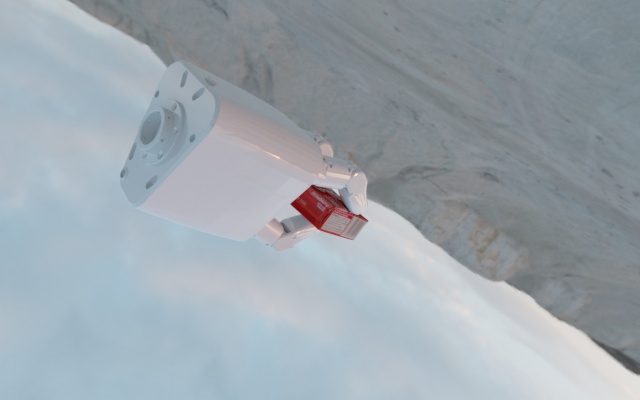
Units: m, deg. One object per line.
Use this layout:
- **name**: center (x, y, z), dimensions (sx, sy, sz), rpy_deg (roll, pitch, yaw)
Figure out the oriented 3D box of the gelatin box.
- **gelatin box**: center (0.000, 0.002, 0.473), dimensions (0.073, 0.030, 0.089), rpy_deg (42, 9, 27)
